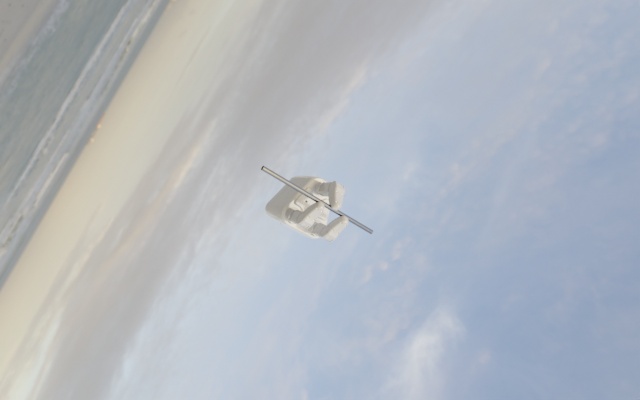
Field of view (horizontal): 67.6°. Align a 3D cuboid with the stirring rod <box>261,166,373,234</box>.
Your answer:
[{"bbox_3d":[0.000,0.003,0.818,0.239,0.011,0.011,31,-15,-26],"label":"stirring rod"}]
